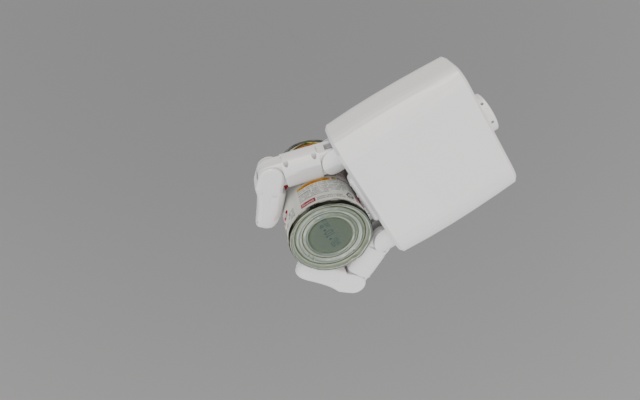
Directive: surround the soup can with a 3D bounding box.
[{"bbox_3d":[0.000,0.002,0.404,0.068,0.068,0.102,0,33,-12],"label":"soup can"}]
